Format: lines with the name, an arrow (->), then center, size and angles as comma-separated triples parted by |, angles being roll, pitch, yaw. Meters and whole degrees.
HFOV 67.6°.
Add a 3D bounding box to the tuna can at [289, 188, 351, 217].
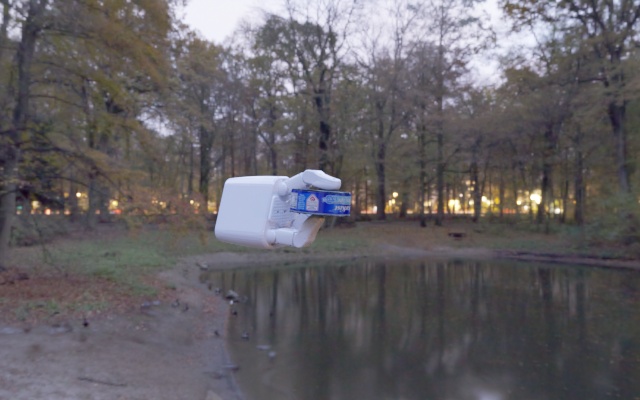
tuna can -> 0.000, 0.002, 0.672 | 0.086, 0.034, 0.086 | 5, 2, 0
